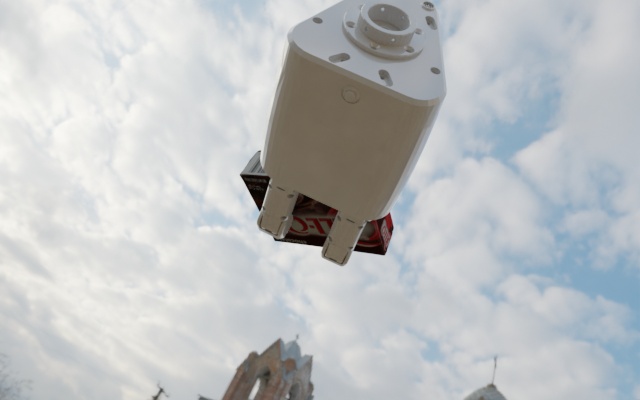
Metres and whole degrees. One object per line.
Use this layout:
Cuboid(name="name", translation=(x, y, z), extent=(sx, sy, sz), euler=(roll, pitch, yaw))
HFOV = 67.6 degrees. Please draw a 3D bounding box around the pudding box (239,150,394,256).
Cuboid(name="pudding box", translation=(0.000, 0.001, 0.408), extent=(0.113, 0.039, 0.090), euler=(7, -41, 26))
